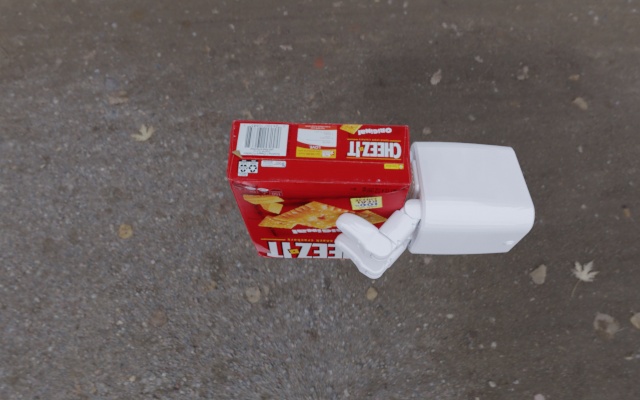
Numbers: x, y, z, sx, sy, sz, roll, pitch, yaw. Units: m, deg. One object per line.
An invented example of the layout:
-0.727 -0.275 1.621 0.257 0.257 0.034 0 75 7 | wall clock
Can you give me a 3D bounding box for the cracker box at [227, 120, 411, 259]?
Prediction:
0.000 0.001 0.517 0.164 0.072 0.214 2 -25 1 | cracker box
